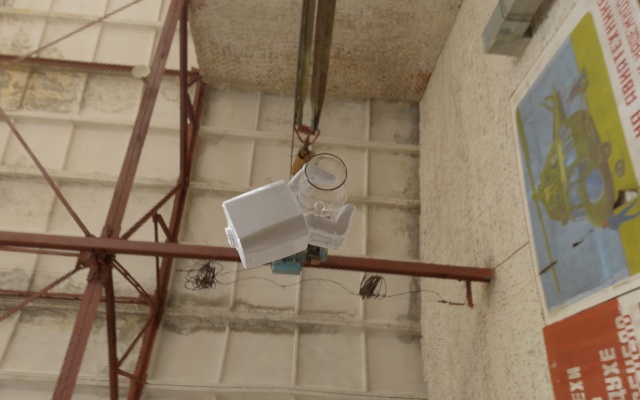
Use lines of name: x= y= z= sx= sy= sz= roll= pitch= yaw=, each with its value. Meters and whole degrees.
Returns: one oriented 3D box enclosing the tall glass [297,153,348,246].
tall glass: x=0.000 y=0.003 z=0.771 sx=0.079 sy=0.079 sz=0.201 roll=0 pitch=-27 yaw=-5
